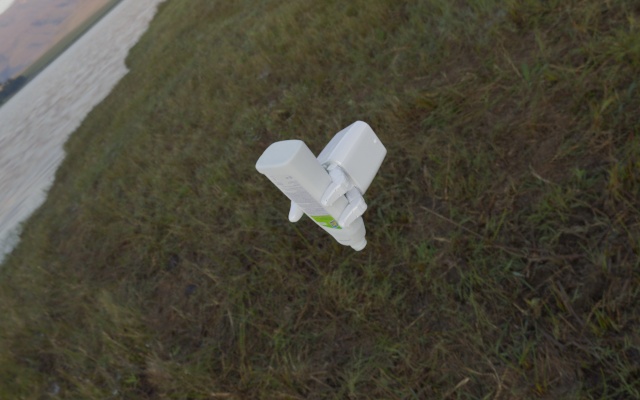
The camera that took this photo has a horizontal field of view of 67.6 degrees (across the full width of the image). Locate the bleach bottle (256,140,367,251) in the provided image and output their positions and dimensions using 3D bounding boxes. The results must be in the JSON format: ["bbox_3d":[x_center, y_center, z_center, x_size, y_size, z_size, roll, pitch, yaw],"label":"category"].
[{"bbox_3d":[0.000,0.003,0.856,0.102,0.068,0.251,2,-39,49],"label":"bleach bottle"}]
